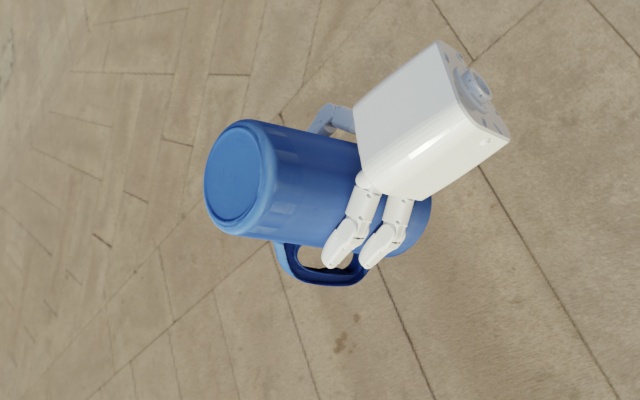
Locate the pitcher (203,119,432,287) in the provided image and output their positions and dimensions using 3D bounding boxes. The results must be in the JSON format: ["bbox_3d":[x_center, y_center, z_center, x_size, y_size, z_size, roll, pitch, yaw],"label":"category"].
[{"bbox_3d":[0.000,0.002,0.516,0.243,0.149,0.145,9,-35,-45],"label":"pitcher"}]
